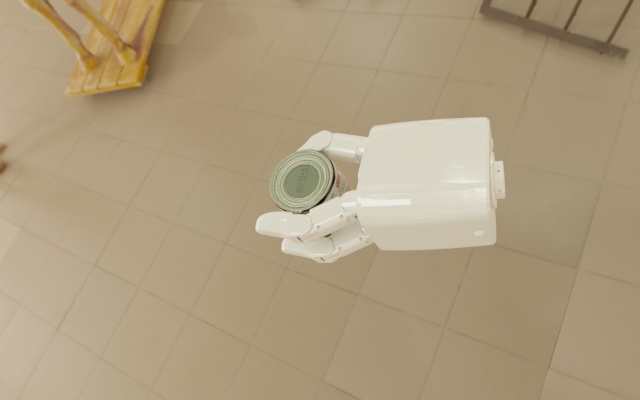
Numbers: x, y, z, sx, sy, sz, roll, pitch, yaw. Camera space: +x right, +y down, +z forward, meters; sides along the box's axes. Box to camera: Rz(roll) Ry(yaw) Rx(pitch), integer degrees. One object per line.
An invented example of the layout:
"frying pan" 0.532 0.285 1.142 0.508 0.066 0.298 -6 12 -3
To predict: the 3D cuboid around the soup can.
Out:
"soup can" 0.000 0.001 0.482 0.068 0.068 0.102 0 -24 24
